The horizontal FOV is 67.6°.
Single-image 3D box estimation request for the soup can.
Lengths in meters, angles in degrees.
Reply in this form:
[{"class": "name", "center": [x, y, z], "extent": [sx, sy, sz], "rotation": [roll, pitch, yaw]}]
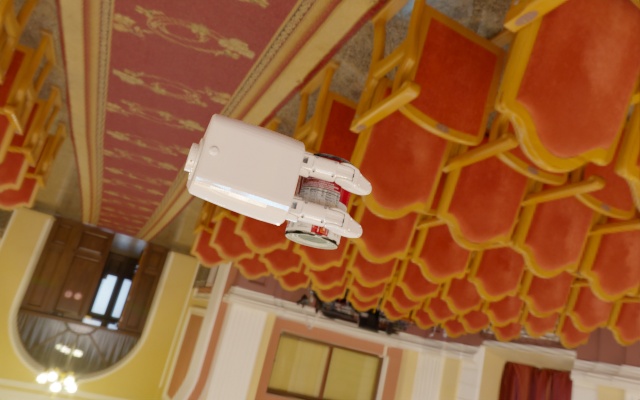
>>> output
[{"class": "soup can", "center": [0.000, 0.002, 0.586], "extent": [0.068, 0.102, 0.068], "rotation": [12, -16, 4]}]
